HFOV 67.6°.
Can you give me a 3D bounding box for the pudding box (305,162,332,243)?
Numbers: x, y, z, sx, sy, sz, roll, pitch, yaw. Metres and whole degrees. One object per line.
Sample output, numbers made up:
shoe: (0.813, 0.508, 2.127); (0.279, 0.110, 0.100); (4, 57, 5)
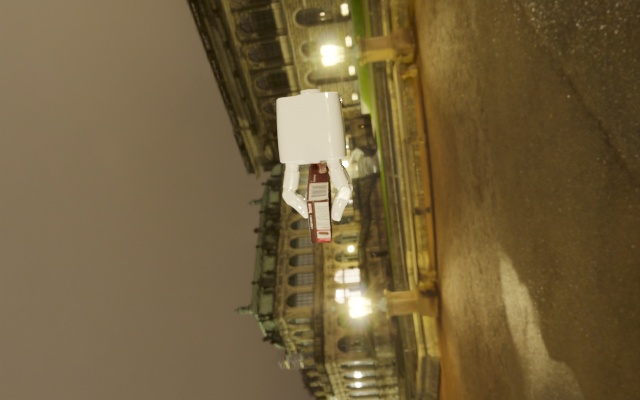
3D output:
pudding box: (0.000, 0.003, 0.799); (0.039, 0.090, 0.113); (-2, 35, 6)
